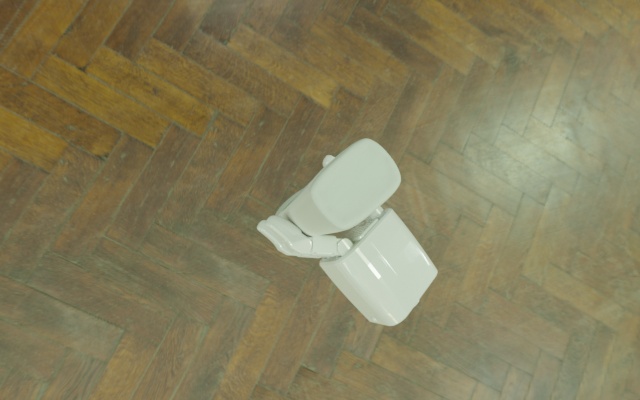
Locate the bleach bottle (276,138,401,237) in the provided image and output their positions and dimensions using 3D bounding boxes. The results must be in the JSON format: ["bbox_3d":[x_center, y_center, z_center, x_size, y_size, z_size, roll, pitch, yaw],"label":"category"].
[{"bbox_3d":[0.000,0.002,0.596,0.102,0.068,0.251,-41,4,-18],"label":"bleach bottle"}]
